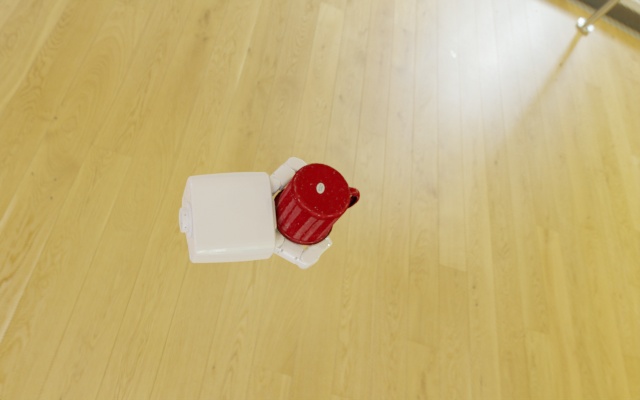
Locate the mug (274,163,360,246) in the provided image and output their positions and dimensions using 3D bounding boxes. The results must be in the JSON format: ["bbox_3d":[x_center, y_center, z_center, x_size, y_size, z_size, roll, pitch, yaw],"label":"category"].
[{"bbox_3d":[0.002,0.002,0.644,0.117,0.093,0.081,-4,-24,-24],"label":"mug"}]
